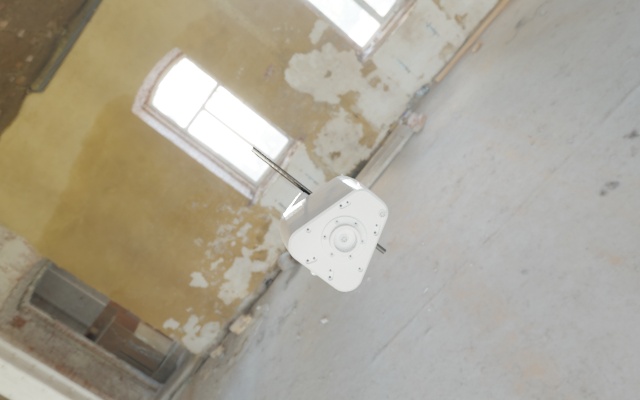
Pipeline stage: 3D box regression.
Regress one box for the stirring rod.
[{"bbox_3d":[0.000,0.002,0.670,0.239,0.011,0.011,38,-9,-12],"label":"stirring rod"}]
